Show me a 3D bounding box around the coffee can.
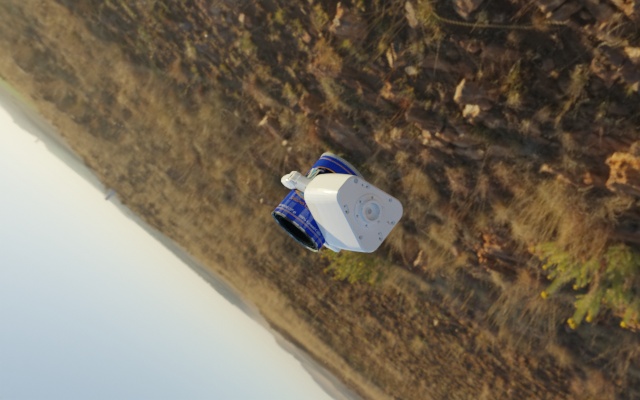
[{"bbox_3d":[0.000,0.003,0.820,0.103,0.140,0.103,37,-16,12],"label":"coffee can"}]
